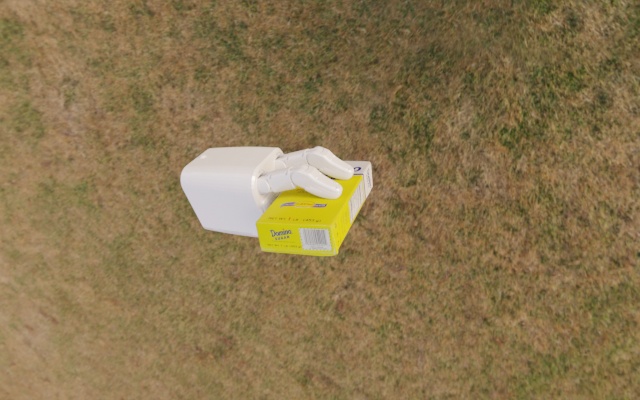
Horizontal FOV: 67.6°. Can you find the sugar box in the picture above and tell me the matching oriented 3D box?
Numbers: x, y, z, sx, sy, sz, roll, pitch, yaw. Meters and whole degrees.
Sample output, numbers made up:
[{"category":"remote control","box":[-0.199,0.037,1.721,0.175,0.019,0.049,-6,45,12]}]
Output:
[{"category":"sugar box","box":[0.000,0.001,0.593,0.093,0.048,0.176,2,30,19]}]
